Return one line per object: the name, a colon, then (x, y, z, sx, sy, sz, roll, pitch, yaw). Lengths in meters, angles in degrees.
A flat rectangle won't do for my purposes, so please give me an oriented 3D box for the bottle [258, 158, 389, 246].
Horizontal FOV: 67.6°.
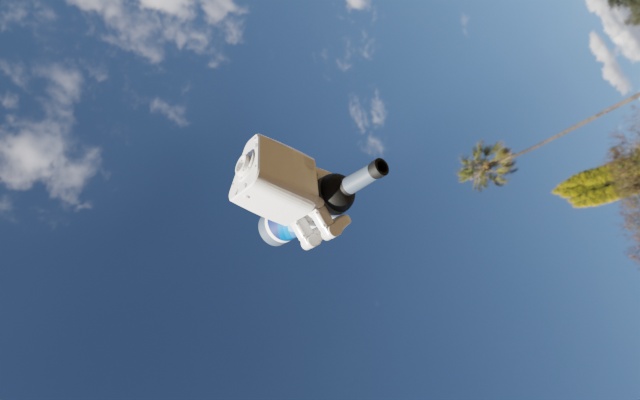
bottle: (0.000, 0.003, 0.782, 0.069, 0.069, 0.296, 0, -20, -39)
